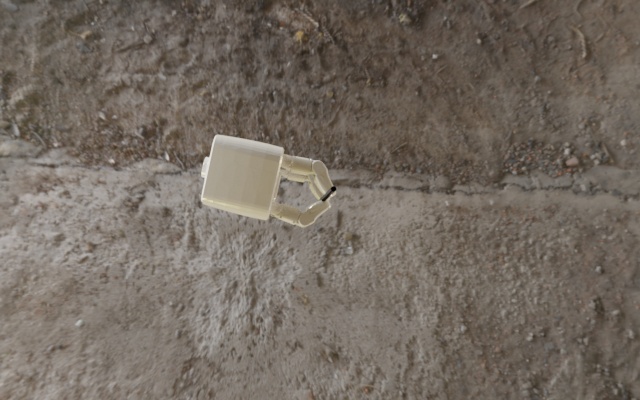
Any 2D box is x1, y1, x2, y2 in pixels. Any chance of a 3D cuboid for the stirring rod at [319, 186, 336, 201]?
[{"bbox_3d":[0.000,0.003,0.783,0.011,0.011,0.239,0,-9,-9],"label":"stirring rod"}]
